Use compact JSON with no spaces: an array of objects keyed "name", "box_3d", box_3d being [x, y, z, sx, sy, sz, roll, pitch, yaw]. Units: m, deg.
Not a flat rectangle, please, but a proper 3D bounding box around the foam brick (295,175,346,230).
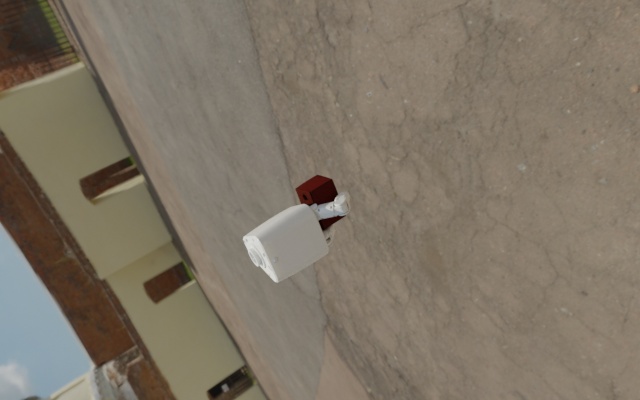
[{"name":"foam brick","box_3d":[0.000,0.002,0.840,0.051,0.078,0.053,-31,23,-23]}]
